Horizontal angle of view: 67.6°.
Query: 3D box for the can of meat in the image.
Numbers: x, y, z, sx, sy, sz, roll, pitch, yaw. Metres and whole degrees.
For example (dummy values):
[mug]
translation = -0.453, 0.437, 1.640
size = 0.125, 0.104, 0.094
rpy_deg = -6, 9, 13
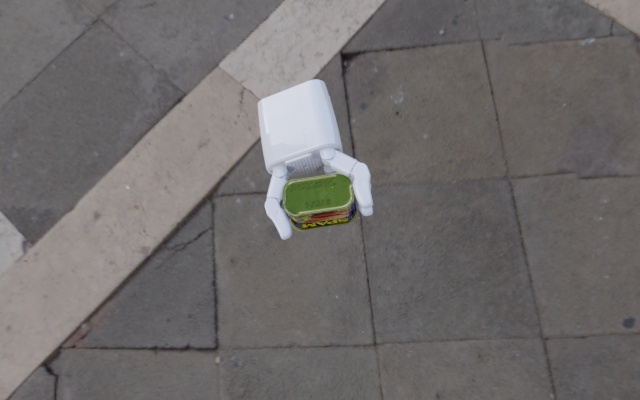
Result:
[can of meat]
translation = 0.000, 0.002, 0.675
size = 0.102, 0.057, 0.084
rpy_deg = -9, -17, 3
